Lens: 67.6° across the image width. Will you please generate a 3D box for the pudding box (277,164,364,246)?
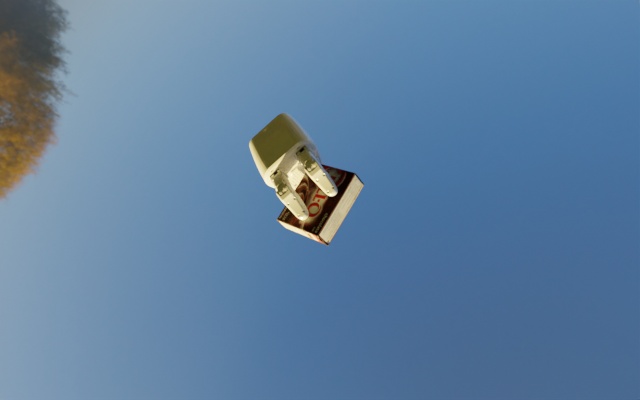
[{"bbox_3d":[0.000,0.002,0.720,0.090,0.113,0.039,18,-17,42],"label":"pudding box"}]
